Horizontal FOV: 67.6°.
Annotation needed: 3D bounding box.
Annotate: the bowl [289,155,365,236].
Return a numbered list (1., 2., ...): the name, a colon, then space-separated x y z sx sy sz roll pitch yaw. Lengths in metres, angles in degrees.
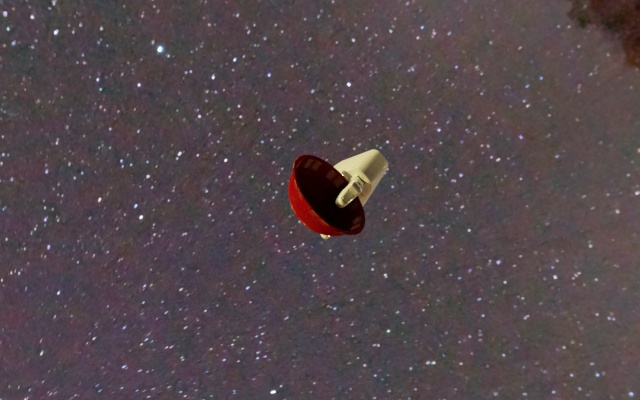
1. bowl: -0.001 0.003 0.802 0.055 0.162 0.162 -40 -22 29
